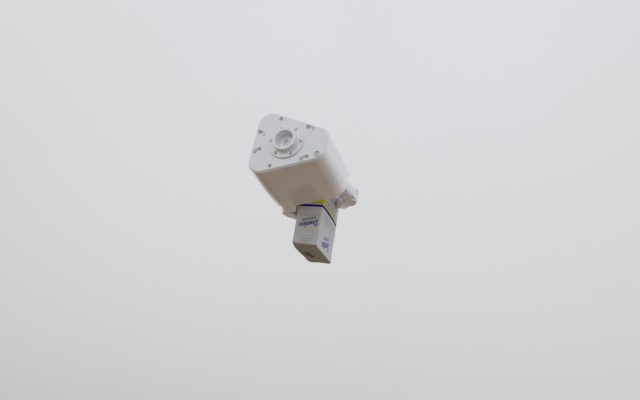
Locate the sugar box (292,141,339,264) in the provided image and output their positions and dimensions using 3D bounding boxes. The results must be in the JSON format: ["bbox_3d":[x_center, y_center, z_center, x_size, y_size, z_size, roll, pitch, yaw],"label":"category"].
[{"bbox_3d":[0.000,0.002,0.757,0.048,0.176,0.093,5,-23,18],"label":"sugar box"}]
